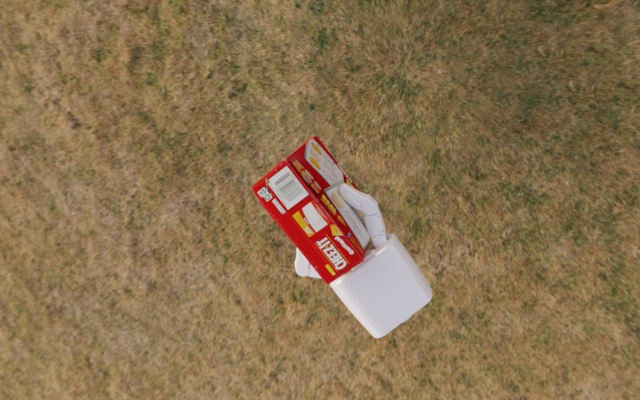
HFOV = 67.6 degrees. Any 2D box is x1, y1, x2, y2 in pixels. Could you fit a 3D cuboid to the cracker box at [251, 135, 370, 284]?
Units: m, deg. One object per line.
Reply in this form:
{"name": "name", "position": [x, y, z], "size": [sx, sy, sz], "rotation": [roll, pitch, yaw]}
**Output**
{"name": "cracker box", "position": [0.000, 0.002, 0.698], "size": [0.072, 0.164, 0.213], "rotation": [-36, 7, 17]}
